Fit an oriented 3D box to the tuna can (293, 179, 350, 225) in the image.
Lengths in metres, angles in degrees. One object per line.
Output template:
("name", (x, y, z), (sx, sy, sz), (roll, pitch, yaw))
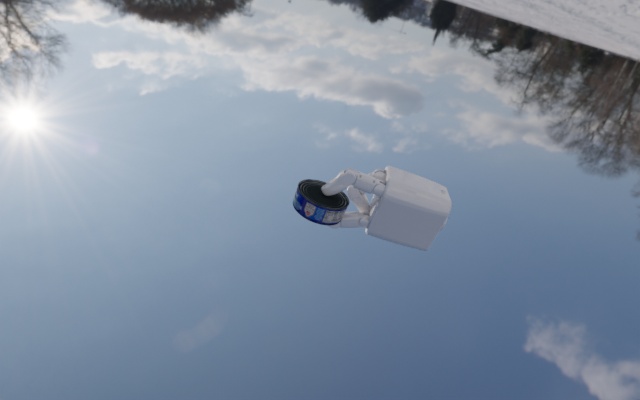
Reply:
("tuna can", (0.000, 0.003, 0.754), (0.086, 0.034, 0.086), (17, 27, -9))
